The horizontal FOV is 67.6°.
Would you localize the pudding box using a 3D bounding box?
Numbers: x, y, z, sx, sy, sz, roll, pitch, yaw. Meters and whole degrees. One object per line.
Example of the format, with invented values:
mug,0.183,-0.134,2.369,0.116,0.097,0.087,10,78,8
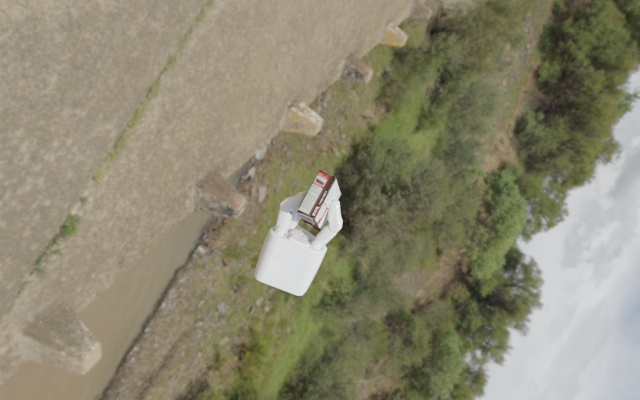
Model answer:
pudding box,0.000,0.003,0.895,0.039,0.090,0.113,25,-10,12
